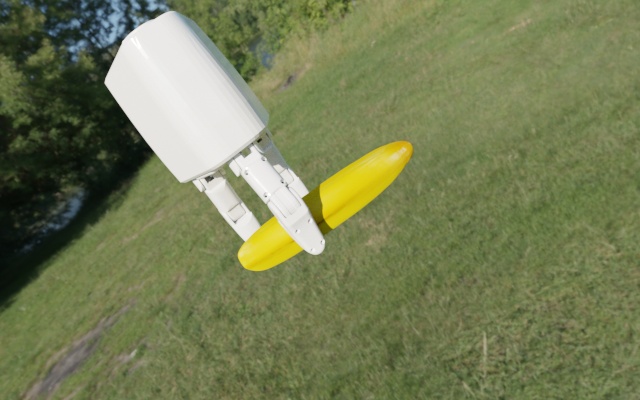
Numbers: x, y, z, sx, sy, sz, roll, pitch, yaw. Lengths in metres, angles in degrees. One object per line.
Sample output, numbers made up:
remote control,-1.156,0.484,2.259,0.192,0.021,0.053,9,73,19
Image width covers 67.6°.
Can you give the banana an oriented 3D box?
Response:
banana,-0.004,0.009,0.416,0.198,0.037,0.069,-34,12,14
